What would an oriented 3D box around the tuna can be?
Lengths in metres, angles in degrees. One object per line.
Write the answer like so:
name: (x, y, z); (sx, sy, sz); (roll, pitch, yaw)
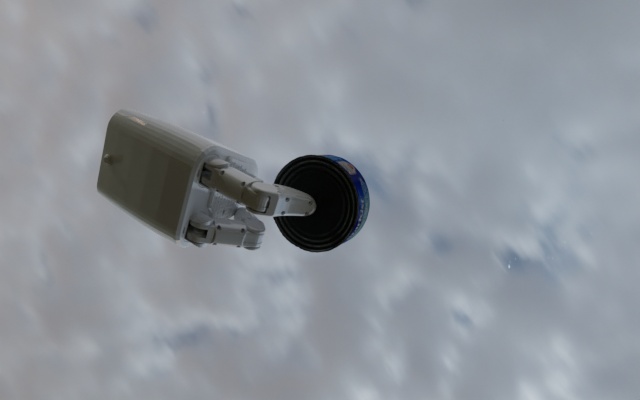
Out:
tuna can: (0.000, 0.001, 0.429); (0.086, 0.086, 0.034); (0, 7, 26)
